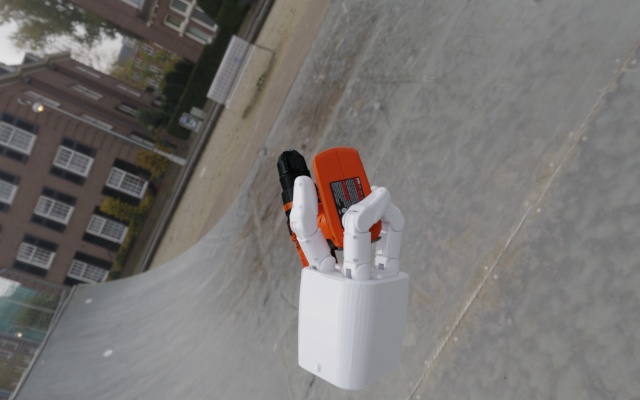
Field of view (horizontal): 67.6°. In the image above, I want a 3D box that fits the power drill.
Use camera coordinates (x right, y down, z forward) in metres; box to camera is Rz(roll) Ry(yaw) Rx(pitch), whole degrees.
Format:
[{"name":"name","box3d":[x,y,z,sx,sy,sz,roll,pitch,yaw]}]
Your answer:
[{"name":"power drill","box3d":[0.000,0.002,0.576,0.057,0.184,0.188,-15,-9,-18]}]
